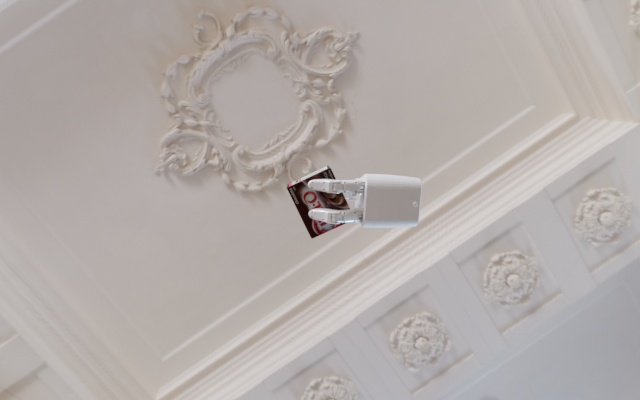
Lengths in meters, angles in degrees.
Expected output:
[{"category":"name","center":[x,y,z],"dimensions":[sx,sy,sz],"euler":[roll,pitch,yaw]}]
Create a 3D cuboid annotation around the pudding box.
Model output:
[{"category":"pudding box","center":[0.000,0.003,0.895],"dimensions":[0.090,0.113,0.039],"euler":[-25,12,3]}]
